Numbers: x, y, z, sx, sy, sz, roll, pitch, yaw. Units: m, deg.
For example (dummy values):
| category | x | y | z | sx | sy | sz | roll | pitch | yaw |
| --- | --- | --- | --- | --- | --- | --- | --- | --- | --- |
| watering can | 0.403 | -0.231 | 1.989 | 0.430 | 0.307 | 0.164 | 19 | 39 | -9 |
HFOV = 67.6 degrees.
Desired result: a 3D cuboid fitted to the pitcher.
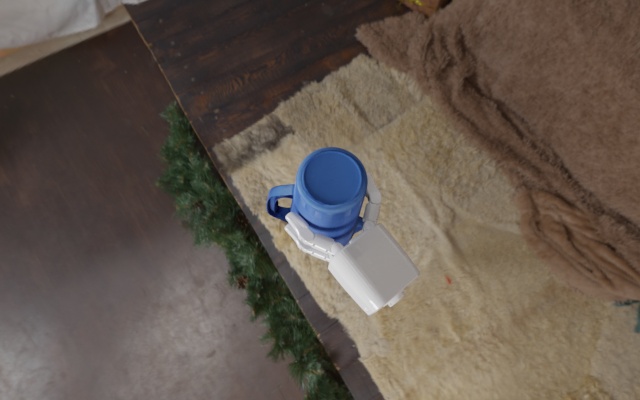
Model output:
| category | x | y | z | sx | sy | sz | roll | pitch | yaw |
| --- | --- | --- | --- | --- | --- | --- | --- | --- | --- |
| pitcher | 0.000 | 0.003 | 0.817 | 0.149 | 0.145 | 0.243 | -34 | -13 | -13 |
